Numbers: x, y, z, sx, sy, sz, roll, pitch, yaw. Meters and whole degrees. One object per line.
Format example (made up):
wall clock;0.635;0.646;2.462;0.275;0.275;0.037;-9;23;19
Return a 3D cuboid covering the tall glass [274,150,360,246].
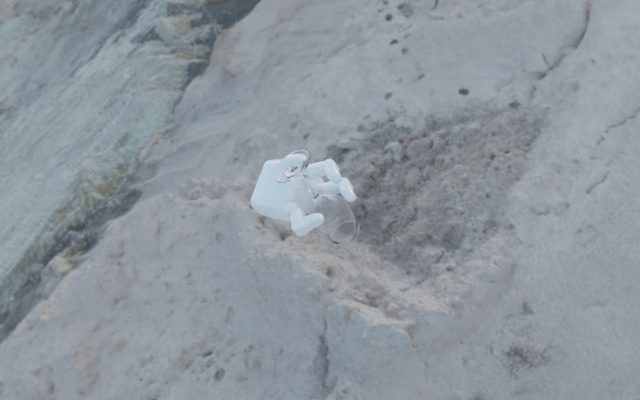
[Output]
tall glass;0.000;0.002;0.870;0.079;0.079;0.201;0;-38;39
